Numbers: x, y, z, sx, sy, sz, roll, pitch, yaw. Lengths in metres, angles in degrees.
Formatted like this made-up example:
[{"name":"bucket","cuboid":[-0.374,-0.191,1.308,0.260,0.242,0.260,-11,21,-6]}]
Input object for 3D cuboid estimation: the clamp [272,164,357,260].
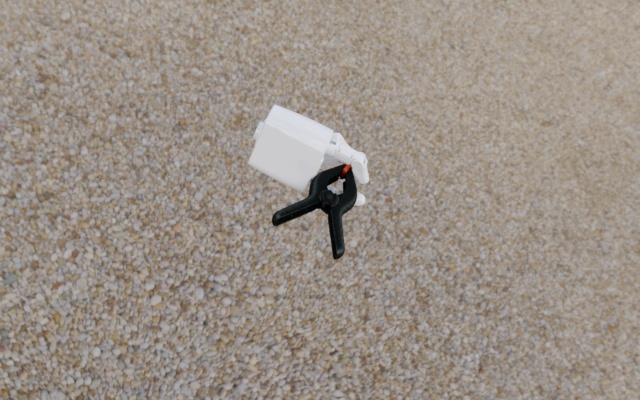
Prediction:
[{"name":"clamp","cuboid":[0.000,0.002,0.758,0.120,0.171,0.039,25,-38,-6]}]
